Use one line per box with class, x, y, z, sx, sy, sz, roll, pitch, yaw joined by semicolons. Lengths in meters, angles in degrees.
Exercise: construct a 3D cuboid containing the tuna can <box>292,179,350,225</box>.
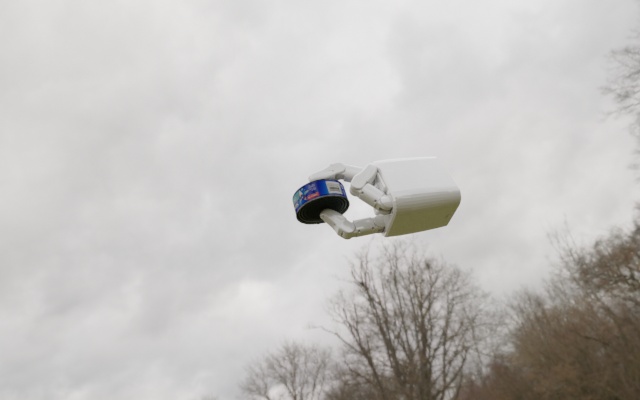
tuna can;0.000;0.002;0.743;0.086;0.033;0.086;-13;-28;-7
